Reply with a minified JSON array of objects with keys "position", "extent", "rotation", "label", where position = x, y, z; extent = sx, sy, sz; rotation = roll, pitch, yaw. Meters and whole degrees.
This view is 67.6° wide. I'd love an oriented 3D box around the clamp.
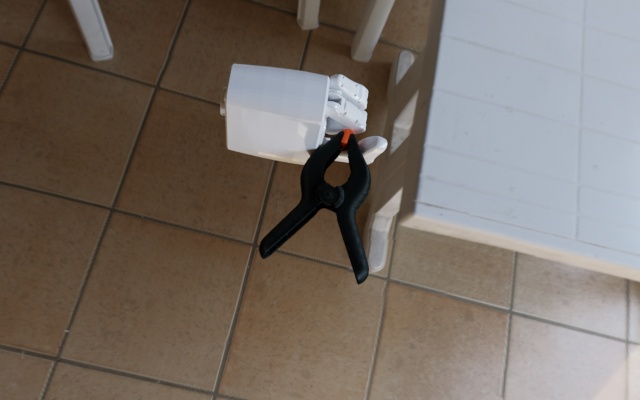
[{"position":[0.000,0.001,0.530],"extent":[0.120,0.171,0.039],"rotation":[8,-18,-2],"label":"clamp"}]
